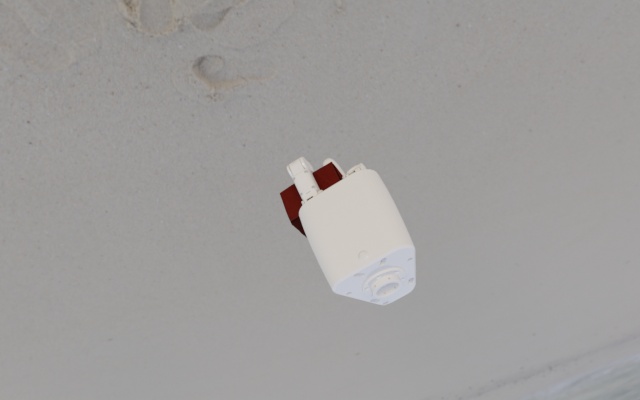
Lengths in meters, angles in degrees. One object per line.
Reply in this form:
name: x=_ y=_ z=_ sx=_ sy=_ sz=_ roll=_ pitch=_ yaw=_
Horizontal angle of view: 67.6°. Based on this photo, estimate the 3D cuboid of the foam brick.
foam brick: x=0.000 y=0.002 z=0.576 sx=0.078 sy=0.051 sz=0.053 roll=-31 pitch=-38 yaw=10
